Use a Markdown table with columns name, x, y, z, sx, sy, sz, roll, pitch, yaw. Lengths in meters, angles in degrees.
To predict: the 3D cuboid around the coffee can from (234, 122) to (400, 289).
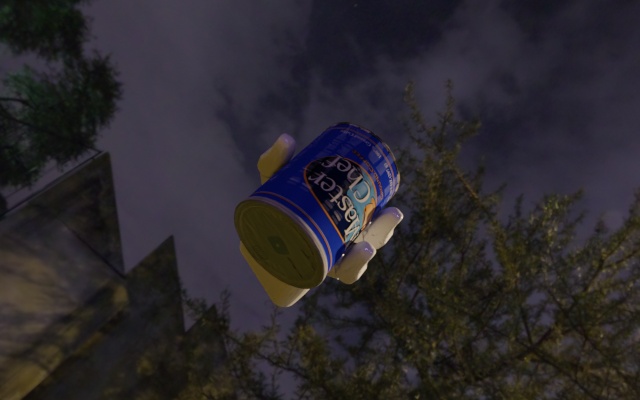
| name | x | y | z | sx | sy | sz | roll | pitch | yaw |
| --- | --- | --- | --- | --- | --- | --- | --- | --- | --- |
| coffee can | 0.000 | 0.001 | 0.469 | 0.103 | 0.103 | 0.140 | 0 | 35 | 44 |
